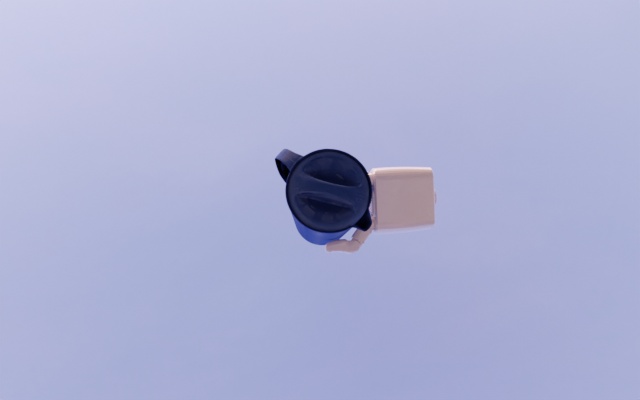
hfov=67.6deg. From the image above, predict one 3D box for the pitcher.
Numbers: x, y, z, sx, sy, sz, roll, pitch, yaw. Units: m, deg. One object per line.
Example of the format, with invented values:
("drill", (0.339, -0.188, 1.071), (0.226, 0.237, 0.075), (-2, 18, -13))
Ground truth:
("pitcher", (0.000, 0.003, 0.835), (0.145, 0.149, 0.243), (-5, -13, -4))
